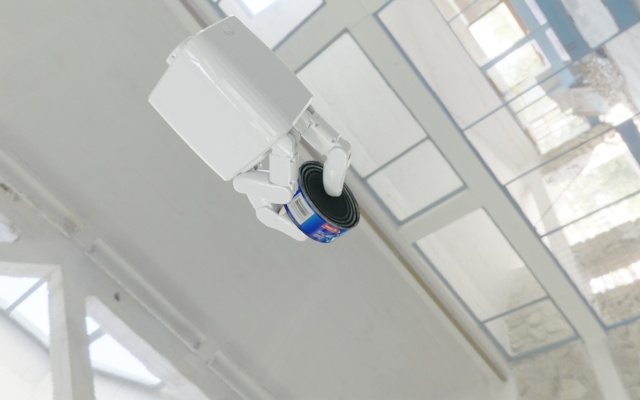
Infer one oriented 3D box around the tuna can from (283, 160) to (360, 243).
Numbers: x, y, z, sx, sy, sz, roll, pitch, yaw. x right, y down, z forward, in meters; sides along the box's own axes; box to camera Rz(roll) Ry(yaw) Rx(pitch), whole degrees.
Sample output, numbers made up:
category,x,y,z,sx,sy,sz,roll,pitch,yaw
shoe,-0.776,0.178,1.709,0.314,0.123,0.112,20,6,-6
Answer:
category,x,y,z,sx,sy,sz,roll,pitch,yaw
tuna can,0.000,0.002,0.506,0.034,0.086,0.086,-39,-22,30
